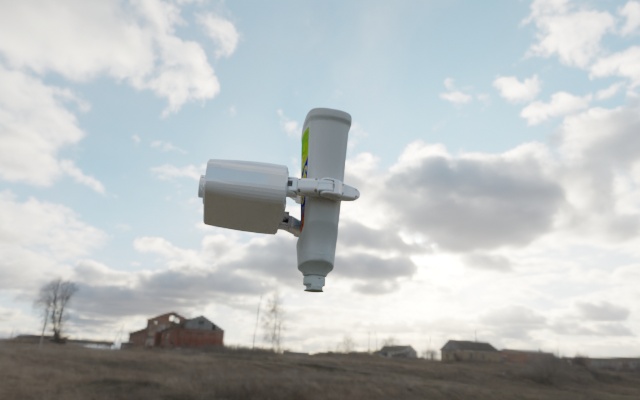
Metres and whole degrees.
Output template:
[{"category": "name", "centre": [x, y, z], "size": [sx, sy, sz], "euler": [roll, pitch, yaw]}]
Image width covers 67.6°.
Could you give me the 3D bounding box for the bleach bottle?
[{"category": "bleach bottle", "centre": [0.000, 0.002, 0.680], "size": [0.068, 0.250, 0.102], "euler": [7, -19, -10]}]
